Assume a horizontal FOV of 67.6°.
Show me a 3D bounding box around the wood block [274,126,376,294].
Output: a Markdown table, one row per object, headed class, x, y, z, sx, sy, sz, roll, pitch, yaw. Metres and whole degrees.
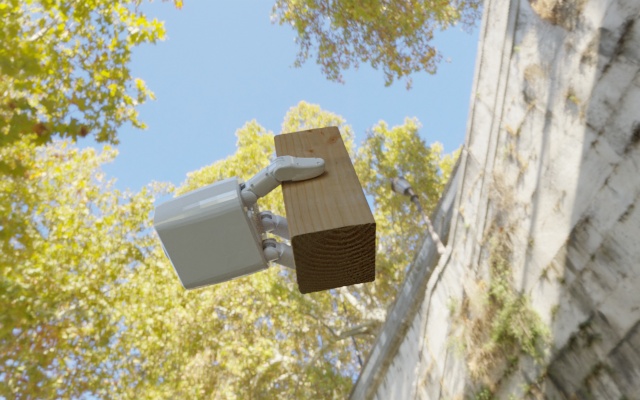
| class | x | y | z | sx | sy | sz | roll | pitch | yaw |
| --- | --- | --- | --- | --- | --- | --- | --- | --- | --- |
| wood block | 0.000 | 0.002 | 0.585 | 0.090 | 0.091 | 0.206 | -9 | 39 | -5 |
